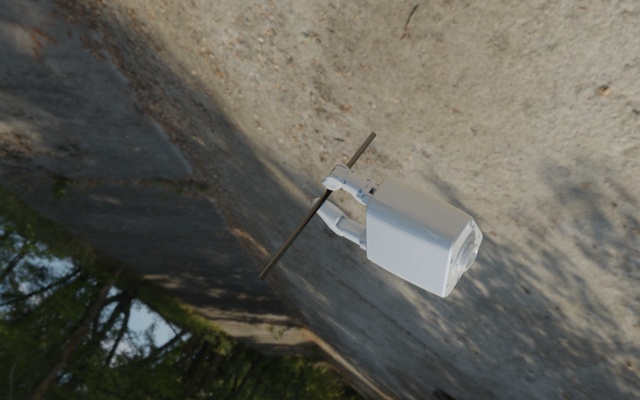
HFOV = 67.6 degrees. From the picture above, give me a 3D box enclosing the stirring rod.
[{"bbox_3d":[0.000,0.002,0.601,0.011,0.239,0.011,34,-17,12],"label":"stirring rod"}]
